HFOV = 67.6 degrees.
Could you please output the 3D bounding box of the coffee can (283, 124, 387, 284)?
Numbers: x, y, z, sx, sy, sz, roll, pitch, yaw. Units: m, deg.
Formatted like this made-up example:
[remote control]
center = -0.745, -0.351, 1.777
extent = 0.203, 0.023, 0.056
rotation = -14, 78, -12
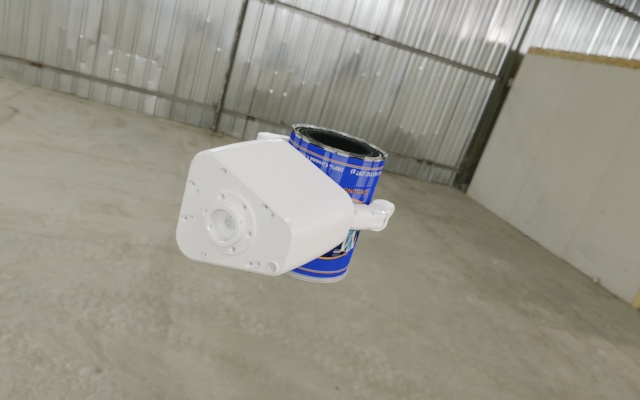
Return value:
[coffee can]
center = 0.000, 0.002, 0.508
extent = 0.103, 0.140, 0.102
rotation = 16, 18, -5
